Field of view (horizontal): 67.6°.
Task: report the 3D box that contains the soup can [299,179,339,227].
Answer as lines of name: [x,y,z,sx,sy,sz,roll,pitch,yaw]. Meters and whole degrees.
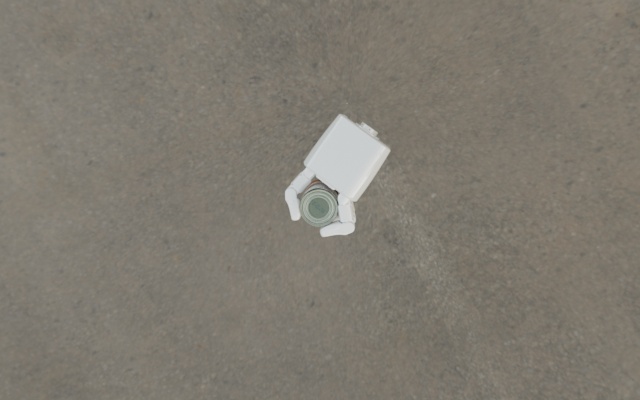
soup can: [0.000,0.003,0.846,0.068,0.068,0.102,0,11,3]
